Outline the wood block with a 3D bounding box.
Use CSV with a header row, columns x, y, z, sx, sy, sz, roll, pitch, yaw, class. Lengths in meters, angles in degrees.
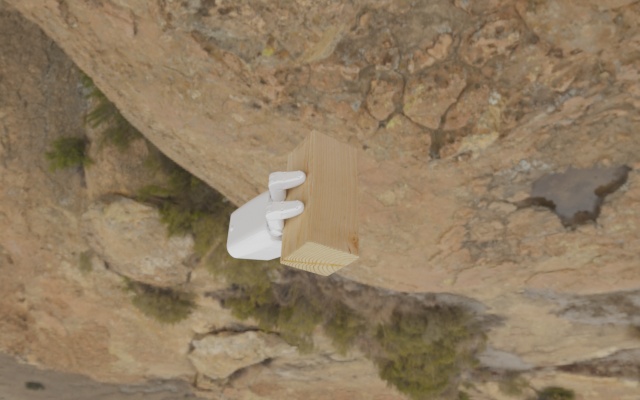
x,y,z,sx,sy,sz,roll,pitch,yaw,class
0.000,0.003,0.768,0.091,0.206,0.090,20,-37,-27,wood block
